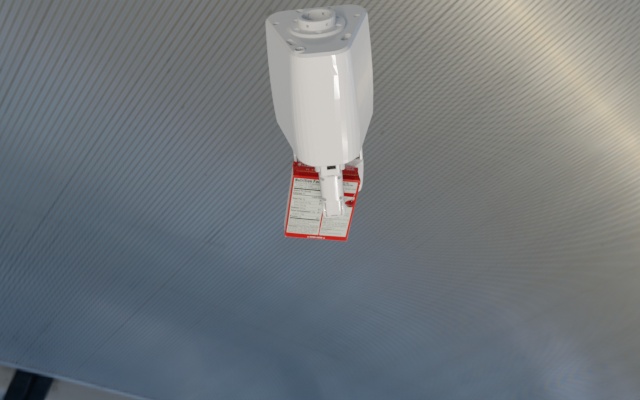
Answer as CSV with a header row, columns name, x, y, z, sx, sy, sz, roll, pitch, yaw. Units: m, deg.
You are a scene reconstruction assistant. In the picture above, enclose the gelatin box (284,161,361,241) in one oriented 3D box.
name,x,y,z,sx,sy,sz,roll,pitch,yaw
gelatin box,0.000,0.002,0.532,0.073,0.089,0.030,4,36,-8
